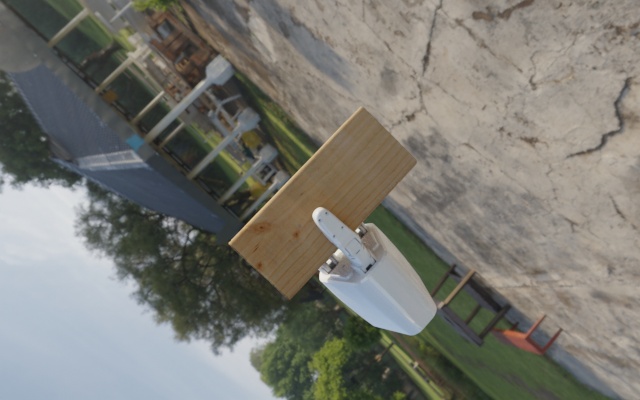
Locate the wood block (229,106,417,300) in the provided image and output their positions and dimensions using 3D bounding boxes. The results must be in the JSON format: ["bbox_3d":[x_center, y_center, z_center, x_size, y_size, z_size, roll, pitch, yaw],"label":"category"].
[{"bbox_3d":[0.000,0.002,0.551,0.090,0.206,0.091,44,-7,-6],"label":"wood block"}]
